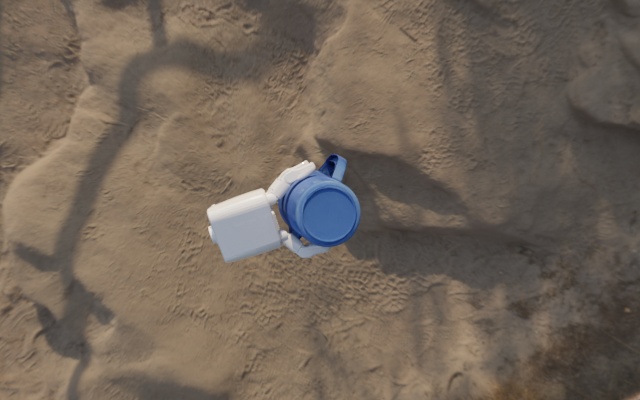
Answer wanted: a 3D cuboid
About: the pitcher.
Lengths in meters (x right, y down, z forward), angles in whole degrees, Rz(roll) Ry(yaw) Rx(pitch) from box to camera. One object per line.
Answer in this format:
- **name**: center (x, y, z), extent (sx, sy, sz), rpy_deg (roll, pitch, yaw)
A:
- **pitcher**: center (0.000, 0.003, 0.871), extent (0.145, 0.149, 0.243), rpy_deg (-18, 7, -7)
